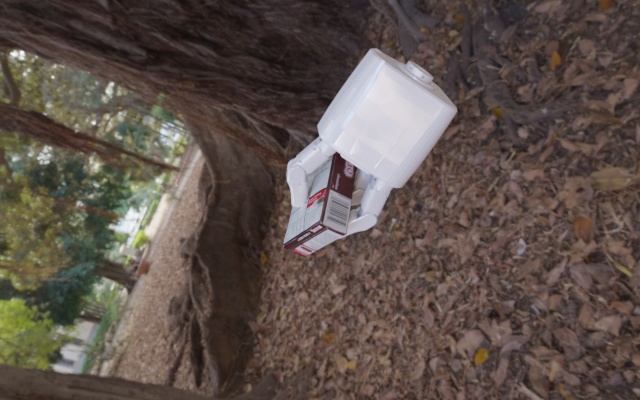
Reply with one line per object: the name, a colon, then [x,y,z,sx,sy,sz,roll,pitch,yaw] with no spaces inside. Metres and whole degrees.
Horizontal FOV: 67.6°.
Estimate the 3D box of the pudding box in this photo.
pudding box: [0.000,0.002,0.582,0.039,0.113,0.090,27,-36,-21]
